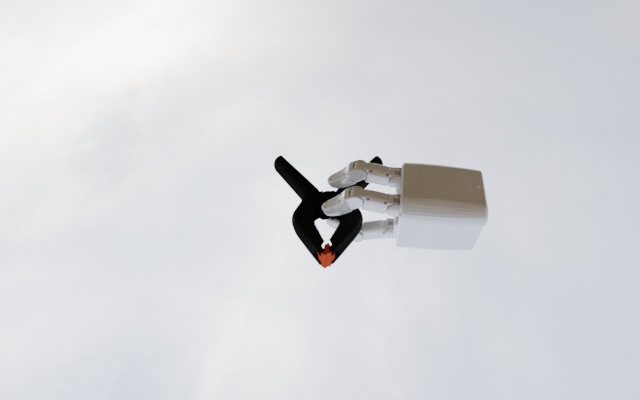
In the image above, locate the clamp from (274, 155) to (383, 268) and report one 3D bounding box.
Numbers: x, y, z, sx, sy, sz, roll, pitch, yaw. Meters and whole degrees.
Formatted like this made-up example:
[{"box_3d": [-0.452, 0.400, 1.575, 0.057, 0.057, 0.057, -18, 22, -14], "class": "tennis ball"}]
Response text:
[{"box_3d": [0.000, 0.003, 0.666, 0.164, 0.036, 0.209, 4, 44, 7], "class": "clamp"}]
